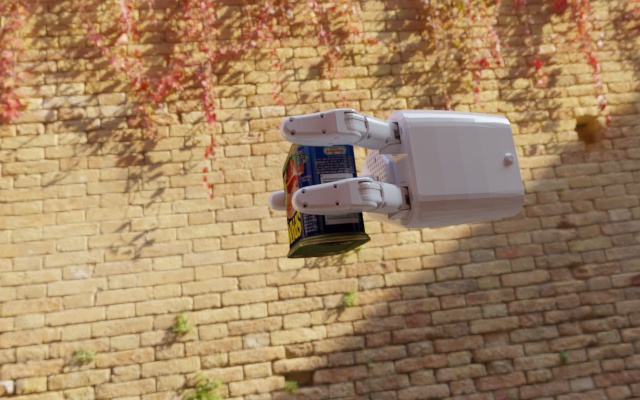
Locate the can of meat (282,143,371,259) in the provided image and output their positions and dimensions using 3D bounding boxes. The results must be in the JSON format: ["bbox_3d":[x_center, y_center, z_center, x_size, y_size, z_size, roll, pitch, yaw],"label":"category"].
[{"bbox_3d":[0.000,0.001,0.407,0.057,0.084,0.102,-4,-12,-13],"label":"can of meat"}]
